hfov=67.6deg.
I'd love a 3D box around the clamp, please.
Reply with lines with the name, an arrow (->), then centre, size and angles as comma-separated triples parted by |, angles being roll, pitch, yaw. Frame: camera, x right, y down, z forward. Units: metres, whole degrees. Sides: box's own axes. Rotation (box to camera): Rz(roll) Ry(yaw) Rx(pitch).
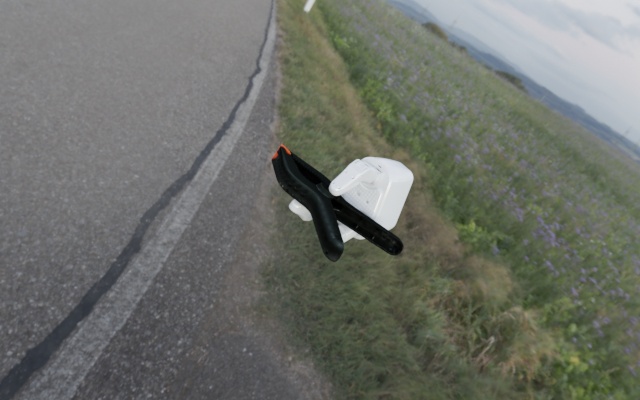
clamp -> 0.000, 0.001, 0.604 | 0.210, 0.036, 0.164 | 44, 20, 21
